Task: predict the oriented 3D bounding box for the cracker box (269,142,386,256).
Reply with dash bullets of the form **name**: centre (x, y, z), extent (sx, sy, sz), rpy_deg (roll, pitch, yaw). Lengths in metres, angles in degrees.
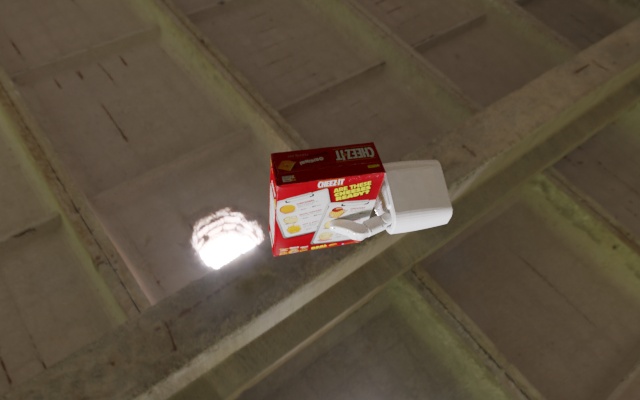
- **cracker box**: centre (0.000, 0.003, 0.781), extent (0.164, 0.072, 0.214), rpy_deg (-8, -33, -12)
